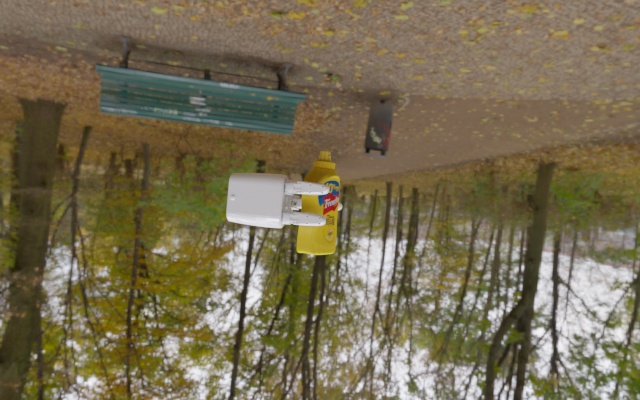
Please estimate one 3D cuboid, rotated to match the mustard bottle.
[{"bbox_3d":[0.000,0.003,0.893,0.058,0.191,0.096,5,0,32],"label":"mustard bottle"}]
